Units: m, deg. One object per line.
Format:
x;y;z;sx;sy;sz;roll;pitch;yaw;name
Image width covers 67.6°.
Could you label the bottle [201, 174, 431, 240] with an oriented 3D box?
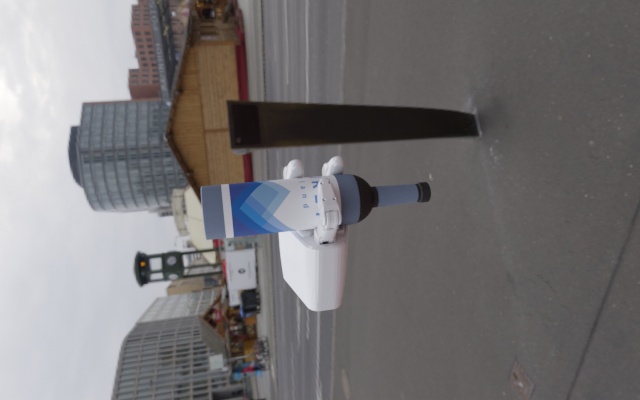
0.000;0.002;0.615;0.296;0.069;0.069;-5;1;-11;bottle
